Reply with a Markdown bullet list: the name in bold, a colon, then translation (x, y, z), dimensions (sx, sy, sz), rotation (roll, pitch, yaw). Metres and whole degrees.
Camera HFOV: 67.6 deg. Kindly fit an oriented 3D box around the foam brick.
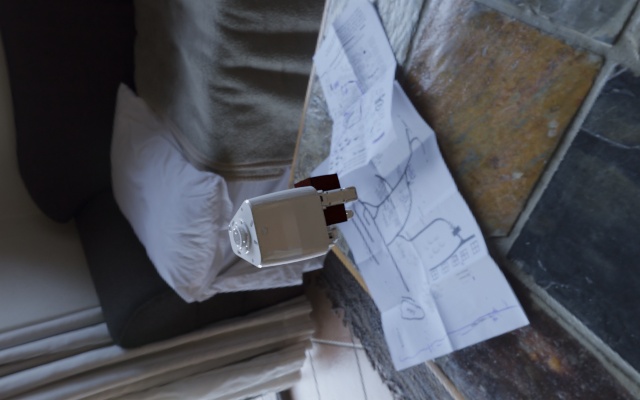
- **foam brick**: translation (0.000, 0.002, 0.727), dimensions (0.051, 0.078, 0.053), rotation (-10, -4, -31)
